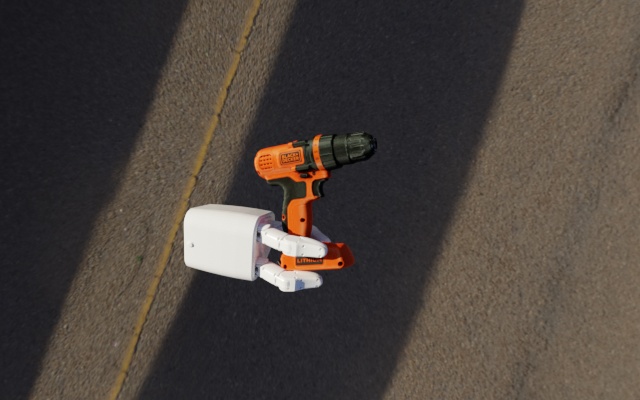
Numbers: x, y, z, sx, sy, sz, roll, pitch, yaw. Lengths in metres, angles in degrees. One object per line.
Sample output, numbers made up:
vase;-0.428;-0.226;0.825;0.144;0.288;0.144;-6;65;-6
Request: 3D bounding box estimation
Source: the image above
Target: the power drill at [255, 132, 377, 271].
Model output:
power drill;0.000;0.003;0.677;0.184;0.187;0.057;-8;-2;25
